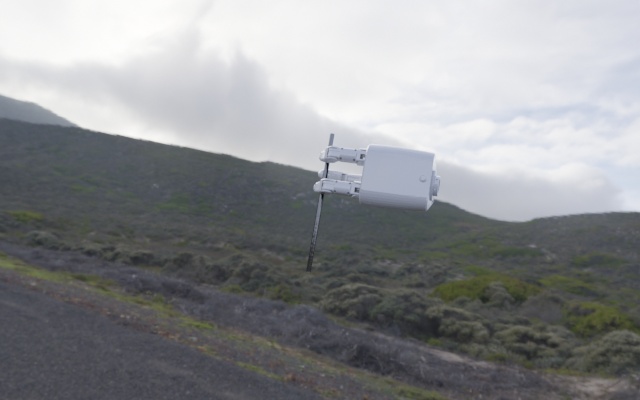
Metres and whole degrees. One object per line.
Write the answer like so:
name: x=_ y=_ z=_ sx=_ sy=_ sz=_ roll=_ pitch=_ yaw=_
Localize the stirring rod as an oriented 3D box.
stirring rod: x=0.000 y=0.003 z=0.814 sx=0.011 sy=0.239 sz=0.011 roll=10 pitch=-6 yaw=1
